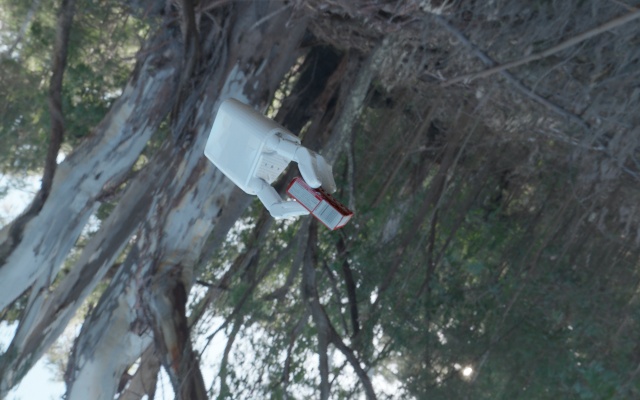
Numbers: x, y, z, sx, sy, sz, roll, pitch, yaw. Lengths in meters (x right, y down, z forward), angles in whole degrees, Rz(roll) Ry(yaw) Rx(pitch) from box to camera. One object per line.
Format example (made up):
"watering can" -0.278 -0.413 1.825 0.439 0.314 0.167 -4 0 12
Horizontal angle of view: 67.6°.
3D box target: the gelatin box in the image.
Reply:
"gelatin box" 0.000 0.003 0.684 0.089 0.030 0.073 40 10 10
